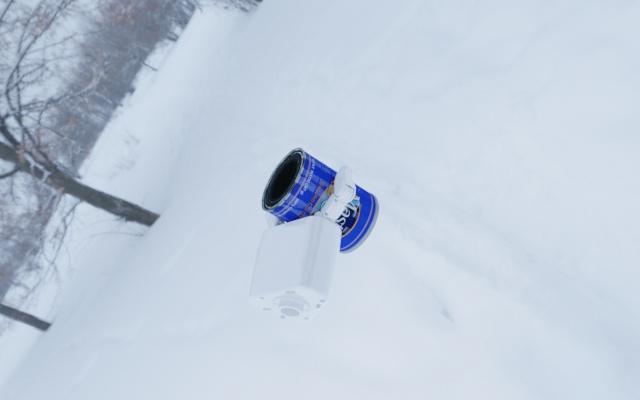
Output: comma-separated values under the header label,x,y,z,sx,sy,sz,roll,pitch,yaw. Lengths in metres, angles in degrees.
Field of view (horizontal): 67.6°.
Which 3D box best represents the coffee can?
label,x,y,z,sx,sy,sz,roll,pitch,yaw
coffee can,0.000,0.002,0.697,0.140,0.102,0.103,31,-14,-25
